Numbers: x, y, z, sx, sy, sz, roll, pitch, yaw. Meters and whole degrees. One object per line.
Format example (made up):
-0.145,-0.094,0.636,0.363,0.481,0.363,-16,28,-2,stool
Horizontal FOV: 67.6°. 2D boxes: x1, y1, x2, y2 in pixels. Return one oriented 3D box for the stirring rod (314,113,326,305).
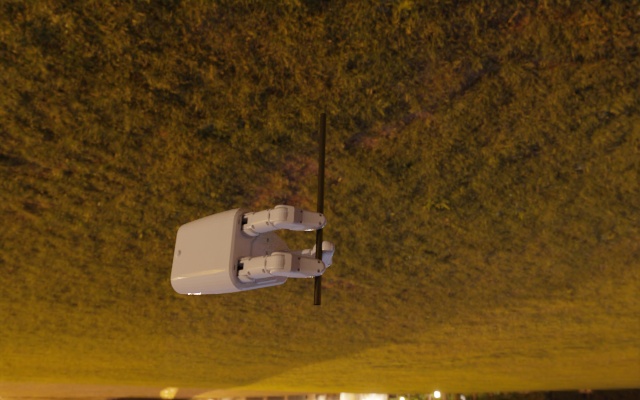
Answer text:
0.000,0.002,0.564,0.011,0.239,0.011,2,-22,1,stirring rod
